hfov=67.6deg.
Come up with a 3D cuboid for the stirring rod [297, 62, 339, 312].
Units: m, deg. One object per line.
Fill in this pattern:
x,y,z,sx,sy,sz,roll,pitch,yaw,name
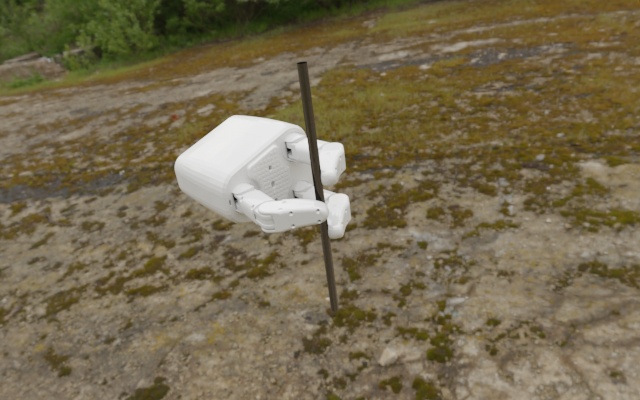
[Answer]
0.000,0.001,0.418,0.011,0.240,0.011,-6,27,3,stirring rod
